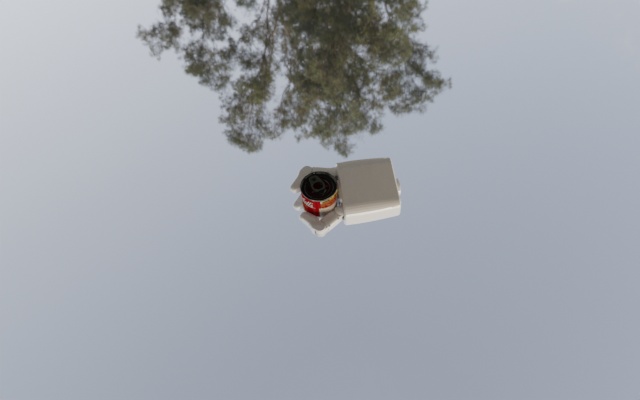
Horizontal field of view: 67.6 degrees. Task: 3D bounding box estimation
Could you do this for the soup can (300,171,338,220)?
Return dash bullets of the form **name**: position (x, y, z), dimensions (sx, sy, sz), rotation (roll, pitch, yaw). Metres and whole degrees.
- **soup can**: position (0.000, 0.003, 0.895), dimensions (0.068, 0.068, 0.102), rotation (0, -36, 4)
